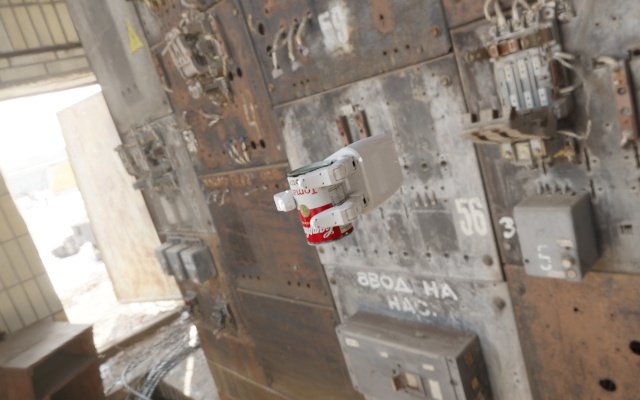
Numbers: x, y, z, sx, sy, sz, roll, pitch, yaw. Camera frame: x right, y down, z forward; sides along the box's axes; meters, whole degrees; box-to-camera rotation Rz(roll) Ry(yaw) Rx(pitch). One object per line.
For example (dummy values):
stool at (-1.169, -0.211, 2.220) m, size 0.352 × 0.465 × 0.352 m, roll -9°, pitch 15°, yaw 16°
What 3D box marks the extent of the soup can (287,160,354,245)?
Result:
soup can at (0.000, 0.002, 0.661) m, size 0.068 × 0.102 × 0.068 m, roll -16°, pitch 12°, yaw 3°
